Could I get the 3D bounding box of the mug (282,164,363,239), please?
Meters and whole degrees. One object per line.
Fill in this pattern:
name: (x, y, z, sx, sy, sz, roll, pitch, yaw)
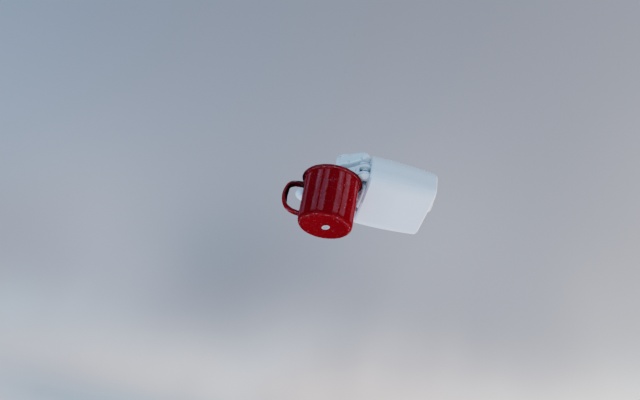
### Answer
mug: (-0.001, 0.002, 0.711, 0.117, 0.081, 0.093, 12, -30, -2)
